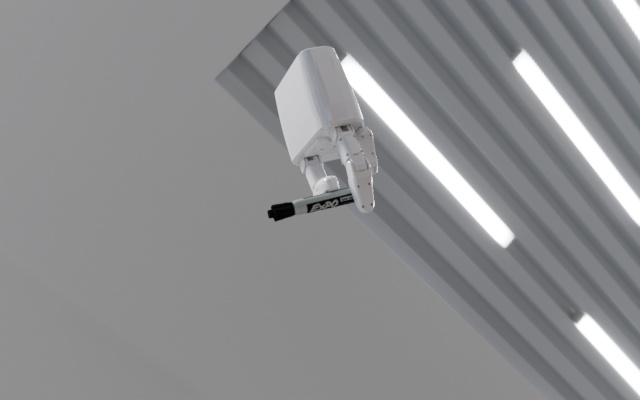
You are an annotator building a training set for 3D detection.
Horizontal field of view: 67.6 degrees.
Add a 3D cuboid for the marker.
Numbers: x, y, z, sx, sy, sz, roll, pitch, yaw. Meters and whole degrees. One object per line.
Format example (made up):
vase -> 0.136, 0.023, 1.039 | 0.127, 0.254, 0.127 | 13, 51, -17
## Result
marker -> 0.000, 0.002, 0.532 | 0.121, 0.020, 0.020 | -13, 3, -15
